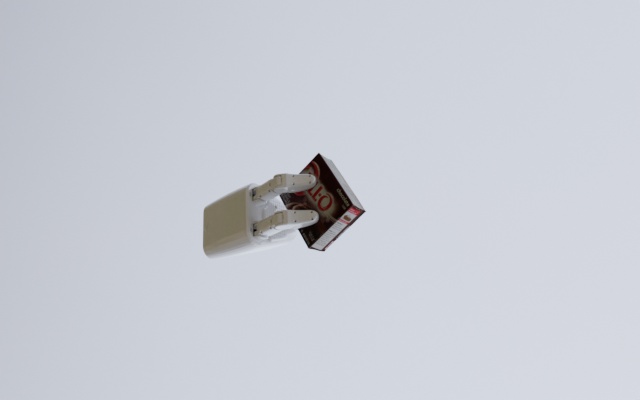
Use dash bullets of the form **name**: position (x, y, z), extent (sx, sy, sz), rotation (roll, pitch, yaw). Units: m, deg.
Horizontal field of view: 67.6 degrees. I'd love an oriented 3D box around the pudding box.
- **pudding box**: position (0.000, 0.002, 0.675), extent (0.090, 0.113, 0.039), rotation (-46, -37, 18)
